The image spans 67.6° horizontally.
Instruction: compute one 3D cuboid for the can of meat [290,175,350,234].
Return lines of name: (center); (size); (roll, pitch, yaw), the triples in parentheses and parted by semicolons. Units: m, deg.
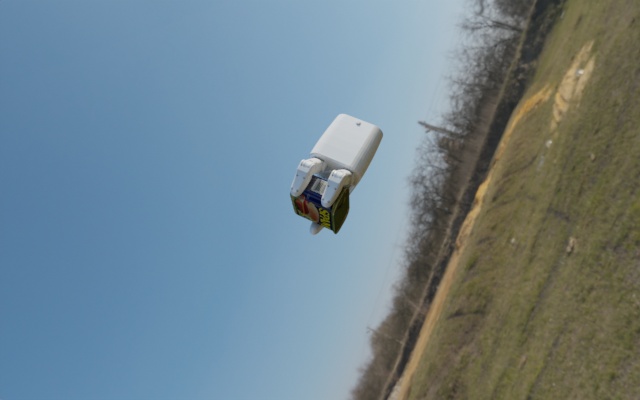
can of meat: (0.000, 0.003, 0.814); (0.084, 0.057, 0.102); (24, -24, 15)
